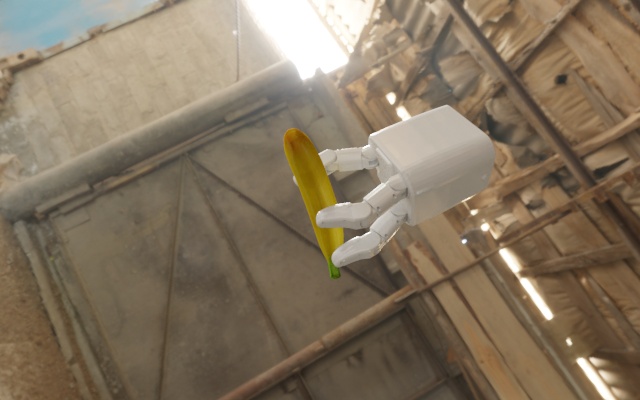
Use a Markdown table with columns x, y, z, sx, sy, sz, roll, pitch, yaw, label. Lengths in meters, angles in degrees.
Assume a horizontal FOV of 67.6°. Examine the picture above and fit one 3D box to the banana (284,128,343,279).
| x | y | z | sx | sy | sz | roll | pitch | yaw | label |
| --- | --- | --- | --- | --- | --- | --- | --- | --- | --- |
| -0.003 | -0.005 | 0.540 | 0.037 | 0.198 | 0.069 | -20 | 32 | -1 | banana |
